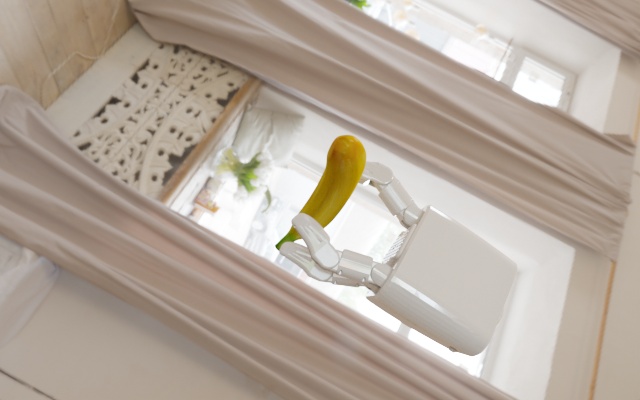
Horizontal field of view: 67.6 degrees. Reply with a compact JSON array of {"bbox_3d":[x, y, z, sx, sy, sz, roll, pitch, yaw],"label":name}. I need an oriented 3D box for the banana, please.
[{"bbox_3d":[0.009,-0.008,0.462,0.037,0.069,0.198,37,-37,5],"label":"banana"}]
